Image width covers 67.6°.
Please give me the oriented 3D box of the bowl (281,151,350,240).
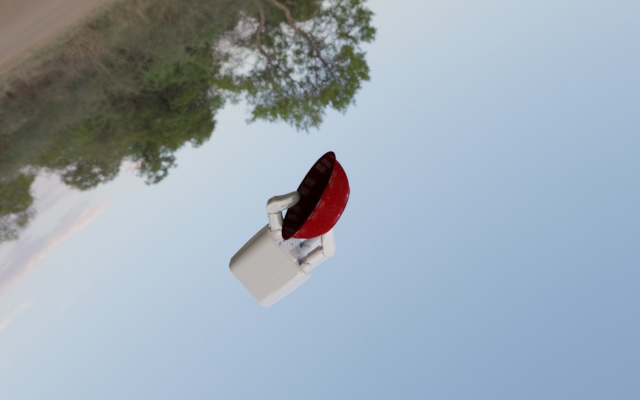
[{"bbox_3d":[0.001,0.002,0.770,0.055,0.162,0.162,29,-9,-16],"label":"bowl"}]
